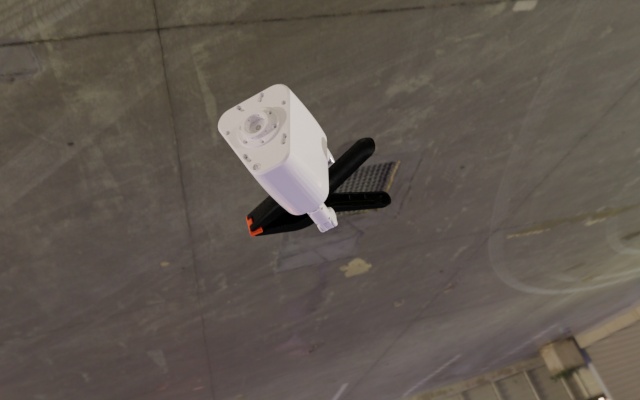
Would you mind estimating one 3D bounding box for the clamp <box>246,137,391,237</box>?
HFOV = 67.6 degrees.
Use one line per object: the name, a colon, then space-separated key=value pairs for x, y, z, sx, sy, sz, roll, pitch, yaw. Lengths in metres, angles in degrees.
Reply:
clamp: x=0.000 y=0.003 z=0.667 sx=0.210 sy=0.036 sz=0.165 roll=-26 pitch=-32 yaw=11
